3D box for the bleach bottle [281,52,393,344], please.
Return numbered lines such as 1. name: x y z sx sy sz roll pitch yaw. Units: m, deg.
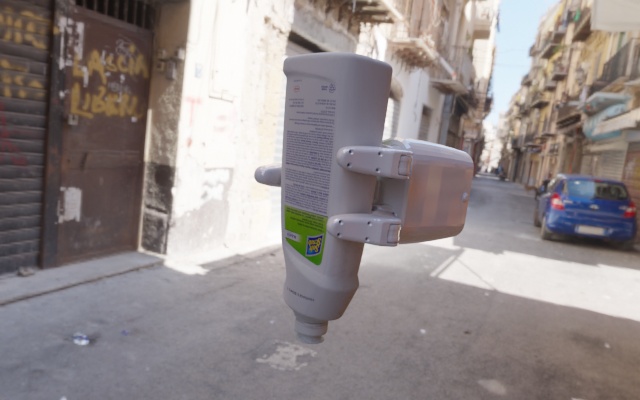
1. bleach bottle: 0.000 0.001 0.430 0.068 0.251 0.102 1 9 -40
